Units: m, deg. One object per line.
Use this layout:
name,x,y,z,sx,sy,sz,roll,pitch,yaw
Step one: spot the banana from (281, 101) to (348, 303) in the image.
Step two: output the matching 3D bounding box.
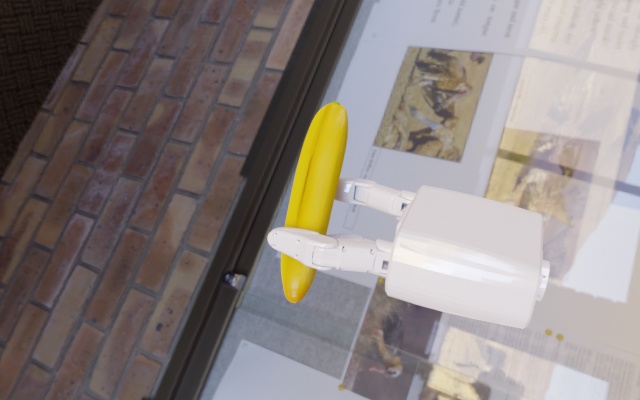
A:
banana,-0.003,-0.006,0.424,0.037,0.197,0.070,12,-9,14
